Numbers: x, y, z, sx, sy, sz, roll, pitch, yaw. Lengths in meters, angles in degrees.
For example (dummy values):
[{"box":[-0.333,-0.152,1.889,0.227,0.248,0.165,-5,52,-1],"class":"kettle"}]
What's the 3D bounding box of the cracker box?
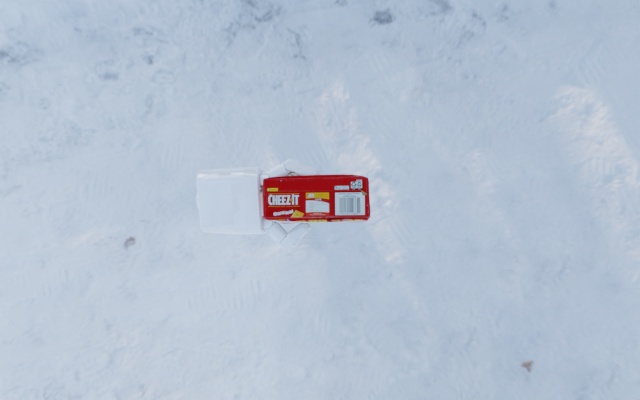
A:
[{"box":[0.000,0.003,0.820,0.164,0.072,0.214,-1,-4,4],"class":"cracker box"}]
